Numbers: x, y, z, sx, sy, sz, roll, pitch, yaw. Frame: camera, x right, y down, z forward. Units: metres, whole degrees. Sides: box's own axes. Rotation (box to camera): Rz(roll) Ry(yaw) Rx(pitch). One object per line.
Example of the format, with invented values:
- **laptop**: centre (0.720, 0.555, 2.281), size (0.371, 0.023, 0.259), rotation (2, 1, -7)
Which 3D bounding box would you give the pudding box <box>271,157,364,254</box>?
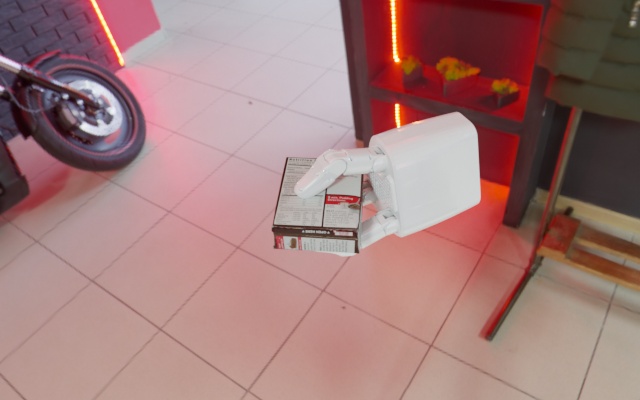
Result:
- **pudding box**: centre (0.000, 0.002, 0.512), size (0.090, 0.039, 0.113), rotation (2, 43, 6)
